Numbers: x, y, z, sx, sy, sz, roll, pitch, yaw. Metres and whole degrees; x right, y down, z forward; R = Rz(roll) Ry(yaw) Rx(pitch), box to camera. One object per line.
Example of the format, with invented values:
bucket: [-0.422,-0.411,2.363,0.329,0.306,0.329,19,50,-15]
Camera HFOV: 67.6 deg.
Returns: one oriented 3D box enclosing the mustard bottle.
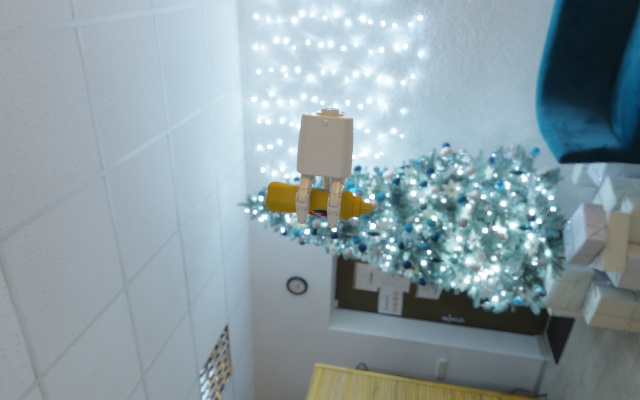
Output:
mustard bottle: [0.000,0.003,0.892,0.191,0.058,0.096,6,-8,8]
